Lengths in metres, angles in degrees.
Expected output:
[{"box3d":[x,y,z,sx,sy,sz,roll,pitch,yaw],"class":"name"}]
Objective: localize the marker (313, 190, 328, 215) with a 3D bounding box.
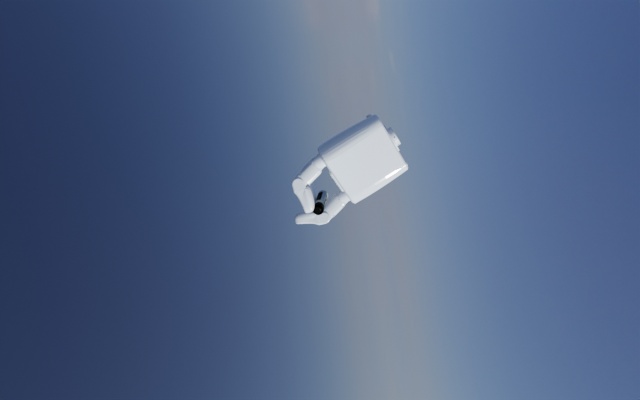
[{"box3d":[0.000,0.003,0.820,0.020,0.020,0.121,0,12,4],"class":"marker"}]
